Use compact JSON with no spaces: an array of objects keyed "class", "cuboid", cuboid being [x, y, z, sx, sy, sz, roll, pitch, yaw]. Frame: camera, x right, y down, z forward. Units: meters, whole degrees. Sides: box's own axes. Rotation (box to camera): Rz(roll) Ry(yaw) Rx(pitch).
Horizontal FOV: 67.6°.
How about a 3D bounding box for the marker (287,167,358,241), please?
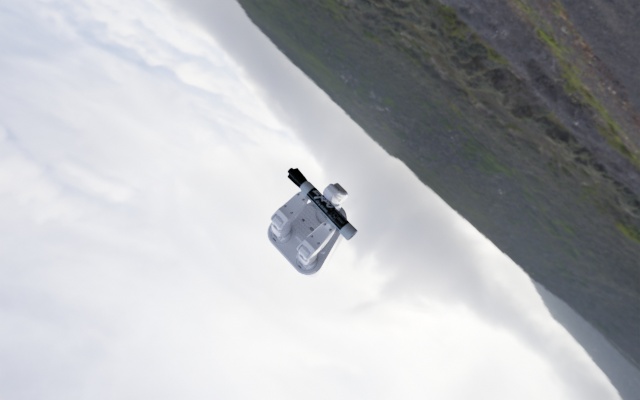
[{"class":"marker","cuboid":[0.000,0.002,0.612,0.020,0.121,0.020,-41,-14,-12]}]
